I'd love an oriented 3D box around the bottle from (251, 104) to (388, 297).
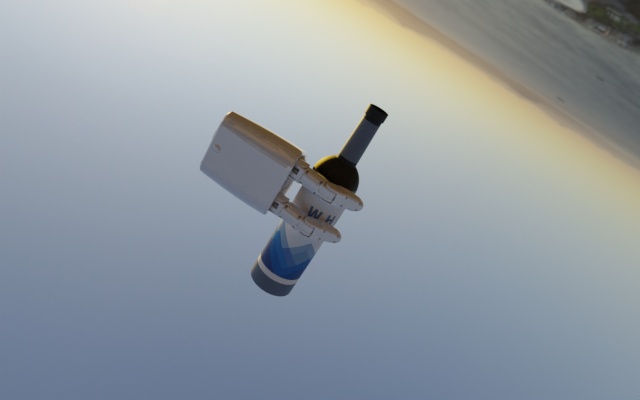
[{"bbox_3d":[0.000,0.002,0.647,0.069,0.296,0.069,27,22,-12],"label":"bottle"}]
